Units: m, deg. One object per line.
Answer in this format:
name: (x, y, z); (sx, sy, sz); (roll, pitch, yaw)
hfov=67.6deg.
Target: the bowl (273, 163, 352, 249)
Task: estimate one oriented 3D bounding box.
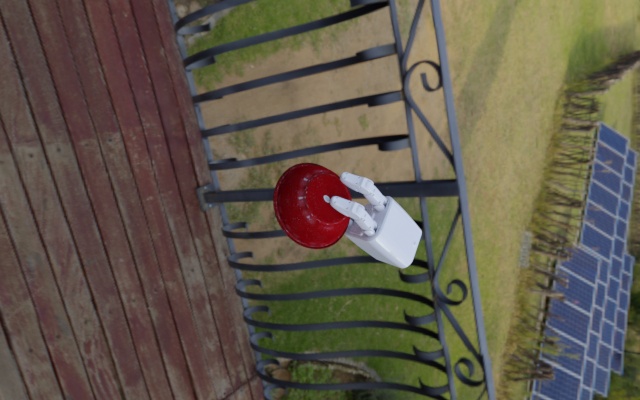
bowl: (-0.001, 0.002, 0.843); (0.162, 0.162, 0.055); (0, -13, -31)
